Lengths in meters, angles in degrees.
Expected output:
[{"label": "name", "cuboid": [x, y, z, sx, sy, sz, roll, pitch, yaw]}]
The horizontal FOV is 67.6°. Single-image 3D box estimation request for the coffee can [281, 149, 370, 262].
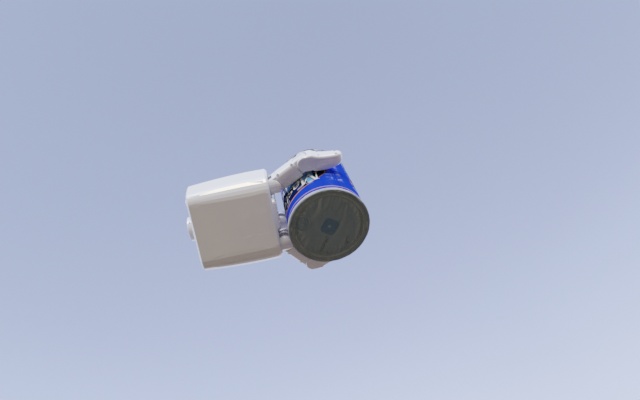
[{"label": "coffee can", "cuboid": [0.000, 0.002, 0.649, 0.103, 0.103, 0.140, 0, 26, -10]}]
